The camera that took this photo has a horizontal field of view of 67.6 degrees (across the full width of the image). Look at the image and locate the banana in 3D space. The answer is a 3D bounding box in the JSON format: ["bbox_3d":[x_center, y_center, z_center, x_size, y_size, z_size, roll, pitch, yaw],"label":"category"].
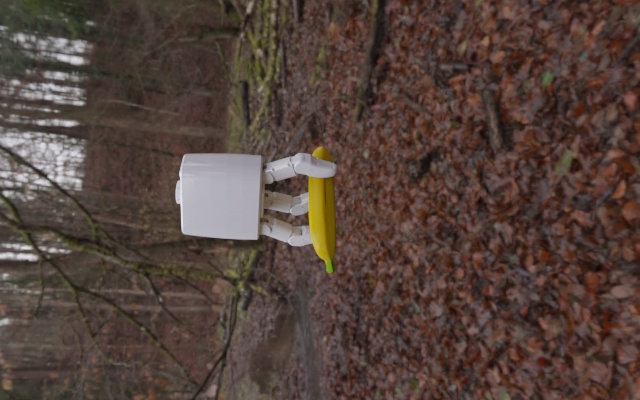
[{"bbox_3d":[0.001,-0.002,0.671,0.037,0.197,0.070,0,-24,-3],"label":"banana"}]
